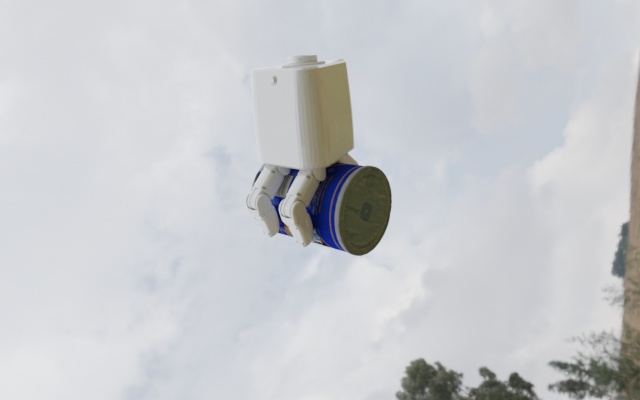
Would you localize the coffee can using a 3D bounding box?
[{"bbox_3d":[0.000,0.002,0.579,0.140,0.103,0.103,11,7,39],"label":"coffee can"}]
